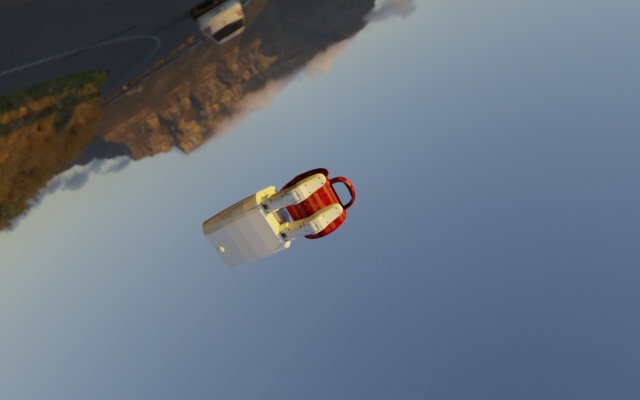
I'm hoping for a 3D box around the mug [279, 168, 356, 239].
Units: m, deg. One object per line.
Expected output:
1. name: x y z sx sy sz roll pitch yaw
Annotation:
1. mug: 0.002 0.002 0.757 0.117 0.081 0.093 -24 23 15
